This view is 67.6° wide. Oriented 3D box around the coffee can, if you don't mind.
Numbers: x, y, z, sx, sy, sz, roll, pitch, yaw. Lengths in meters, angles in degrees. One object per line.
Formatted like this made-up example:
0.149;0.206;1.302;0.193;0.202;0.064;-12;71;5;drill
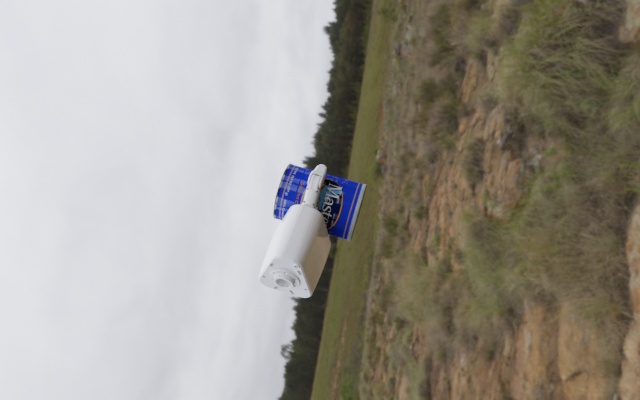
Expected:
0.000;0.003;0.837;0.140;0.103;0.103;16;2;6;coffee can
